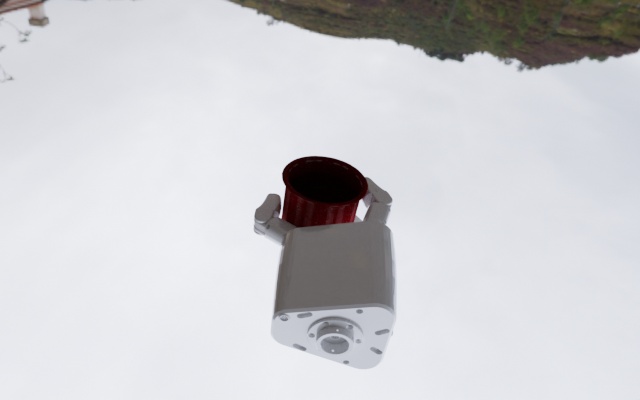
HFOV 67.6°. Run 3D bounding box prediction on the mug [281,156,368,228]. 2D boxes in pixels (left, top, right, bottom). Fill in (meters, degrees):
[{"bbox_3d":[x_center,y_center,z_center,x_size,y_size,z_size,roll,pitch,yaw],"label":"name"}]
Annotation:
[{"bbox_3d":[0.000,0.001,0.542,0.093,0.082,0.117,10,36,-1],"label":"mug"}]
